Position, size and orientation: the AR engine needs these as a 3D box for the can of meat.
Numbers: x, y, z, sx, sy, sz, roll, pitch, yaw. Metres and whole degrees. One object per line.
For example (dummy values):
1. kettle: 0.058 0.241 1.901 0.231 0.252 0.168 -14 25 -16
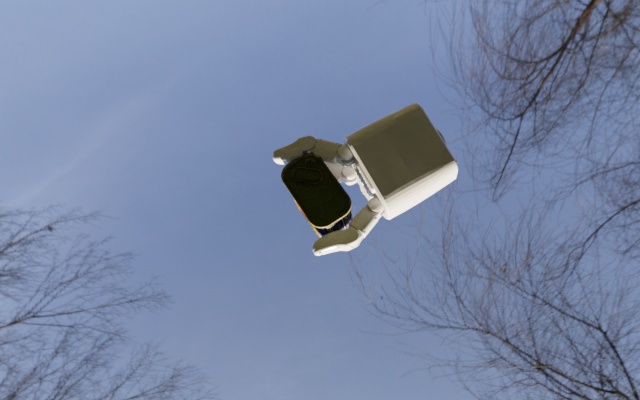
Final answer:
1. can of meat: 0.000 0.002 0.620 0.057 0.102 0.084 -33 -25 -5
